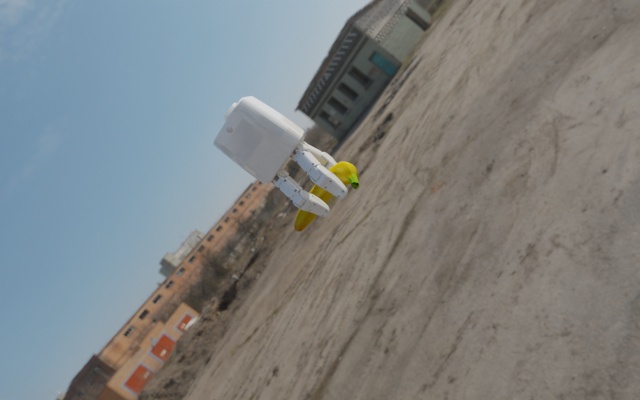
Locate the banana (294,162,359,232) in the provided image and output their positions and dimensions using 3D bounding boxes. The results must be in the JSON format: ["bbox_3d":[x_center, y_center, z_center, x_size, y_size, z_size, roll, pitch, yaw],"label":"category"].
[{"bbox_3d":[0.008,-0.013,0.778,0.037,0.069,0.198,33,-36,-11],"label":"banana"}]
